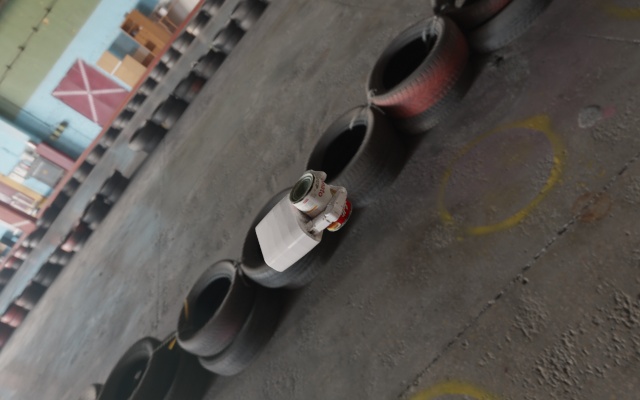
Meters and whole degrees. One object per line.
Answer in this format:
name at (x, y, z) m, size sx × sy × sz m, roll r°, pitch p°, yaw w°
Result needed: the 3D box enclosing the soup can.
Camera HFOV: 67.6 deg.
soup can at (0.000, 0.003, 0.895) m, size 0.102 × 0.068 × 0.068 m, roll 36°, pitch -19°, yaw -28°
